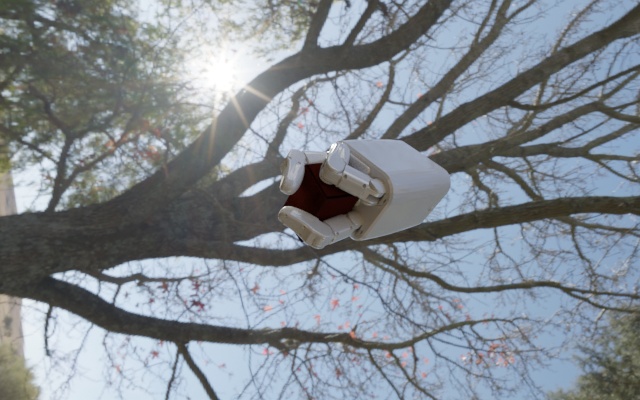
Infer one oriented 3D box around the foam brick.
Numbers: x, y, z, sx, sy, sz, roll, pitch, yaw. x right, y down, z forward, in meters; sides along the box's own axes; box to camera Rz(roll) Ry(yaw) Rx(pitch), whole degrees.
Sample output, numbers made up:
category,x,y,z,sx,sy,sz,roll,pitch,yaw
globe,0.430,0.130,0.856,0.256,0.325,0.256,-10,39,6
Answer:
category,x,y,z,sx,sy,sz,roll,pitch,yaw
foam brick,0.000,0.002,0.542,0.051,0.053,0.078,-8,-35,-37
